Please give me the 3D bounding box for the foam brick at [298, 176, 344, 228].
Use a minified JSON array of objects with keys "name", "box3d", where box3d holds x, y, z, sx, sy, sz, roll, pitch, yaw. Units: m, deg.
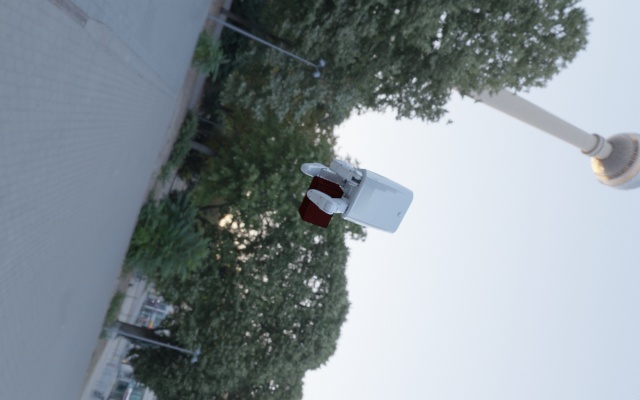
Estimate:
[{"name":"foam brick","box3d":[0.000,0.003,0.882,0.051,0.078,0.053,21,16,-17]}]
